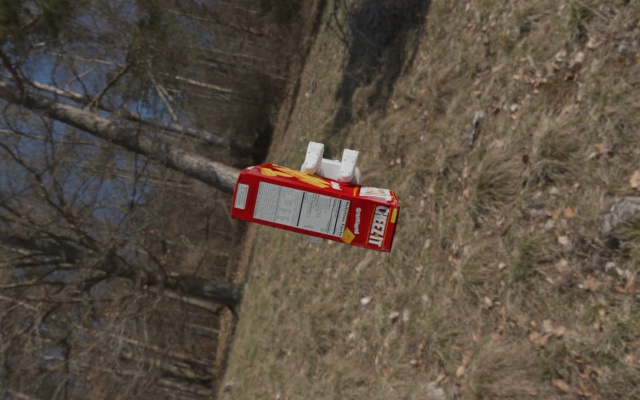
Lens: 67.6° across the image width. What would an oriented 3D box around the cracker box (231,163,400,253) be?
[{"bbox_3d":[0.000,0.002,0.682,0.213,0.072,0.164,12,9,5],"label":"cracker box"}]
